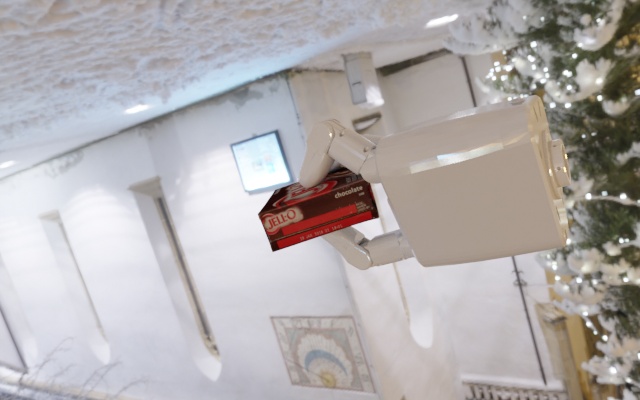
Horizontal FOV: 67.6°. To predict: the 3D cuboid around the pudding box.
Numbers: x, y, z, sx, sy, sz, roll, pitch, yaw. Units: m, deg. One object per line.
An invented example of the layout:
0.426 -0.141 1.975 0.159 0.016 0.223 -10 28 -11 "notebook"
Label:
0.000 0.002 0.416 0.090 0.039 0.113 -17 8 5 "pudding box"
